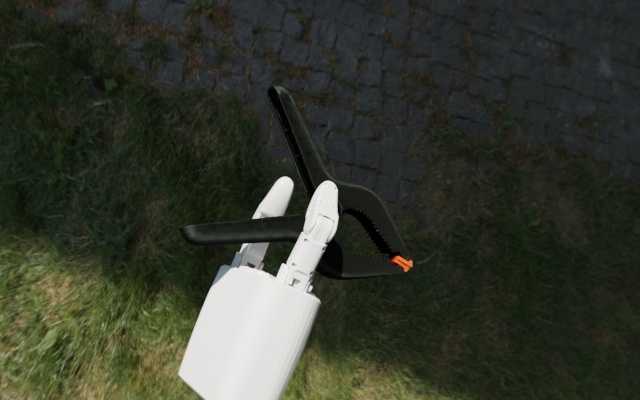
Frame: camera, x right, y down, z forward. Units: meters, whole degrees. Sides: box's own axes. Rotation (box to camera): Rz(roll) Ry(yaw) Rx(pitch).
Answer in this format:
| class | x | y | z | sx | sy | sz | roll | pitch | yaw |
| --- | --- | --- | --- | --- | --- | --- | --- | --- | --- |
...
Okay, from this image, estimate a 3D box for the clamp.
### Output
| class | x | y | z | sx | sy | sz | roll | pitch | yaw |
| --- | --- | --- | --- | --- | --- | --- | --- | --- | --- |
| clamp | 0.001 | 0.002 | 0.443 | 0.210 | 0.164 | 0.036 | 26 | -15 | -17 |
